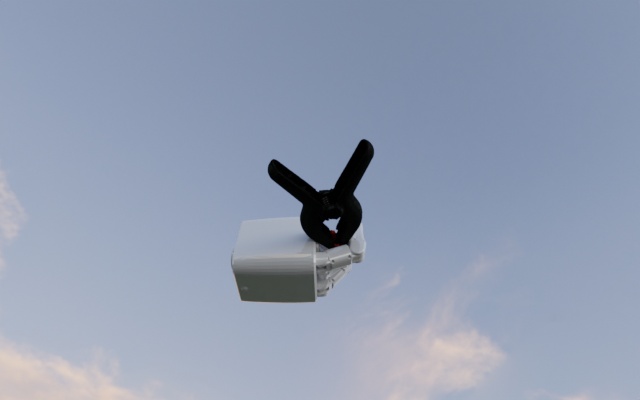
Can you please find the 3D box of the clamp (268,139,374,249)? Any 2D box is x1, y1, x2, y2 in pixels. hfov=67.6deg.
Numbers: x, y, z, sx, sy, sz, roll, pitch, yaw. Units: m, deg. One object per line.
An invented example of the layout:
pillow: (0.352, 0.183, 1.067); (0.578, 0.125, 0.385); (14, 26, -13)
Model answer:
clamp: (0.000, 0.002, 0.581); (0.120, 0.172, 0.039); (-2, 42, -3)
